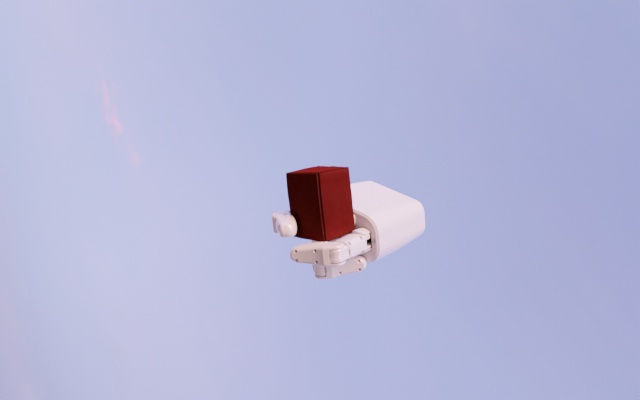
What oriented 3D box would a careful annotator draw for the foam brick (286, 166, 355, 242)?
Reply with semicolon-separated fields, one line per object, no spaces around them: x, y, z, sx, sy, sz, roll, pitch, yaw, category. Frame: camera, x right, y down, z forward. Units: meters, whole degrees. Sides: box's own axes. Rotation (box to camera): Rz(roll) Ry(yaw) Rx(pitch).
0.000;0.002;0.540;0.053;0.078;0.051;6;17;45;foam brick
